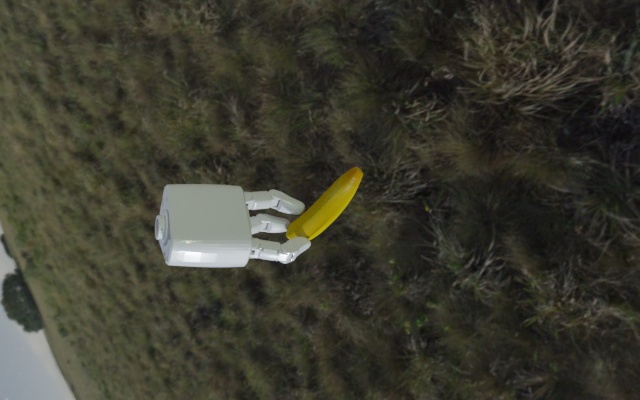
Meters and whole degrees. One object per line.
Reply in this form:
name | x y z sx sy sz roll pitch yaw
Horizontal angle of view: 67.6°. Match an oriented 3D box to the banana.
banana | -0.005 0.019 0.706 0.037 0.069 0.198 28 -37 -19
